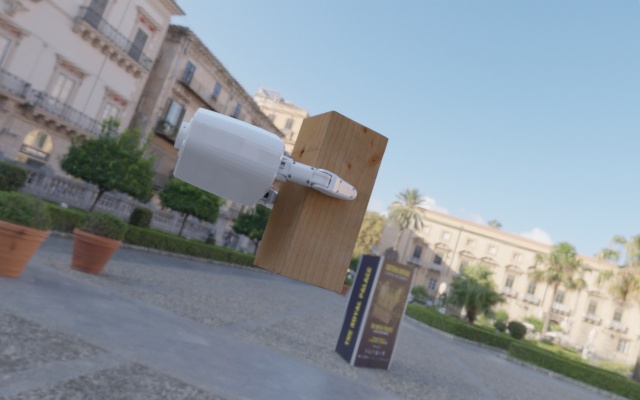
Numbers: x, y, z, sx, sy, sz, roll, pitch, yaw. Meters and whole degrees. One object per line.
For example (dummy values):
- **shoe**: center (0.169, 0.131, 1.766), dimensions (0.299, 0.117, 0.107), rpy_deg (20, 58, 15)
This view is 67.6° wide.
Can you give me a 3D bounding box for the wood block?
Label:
- **wood block**: center (0.000, 0.002, 0.614), dimensions (0.090, 0.206, 0.091), rpy_deg (22, -8, -27)
